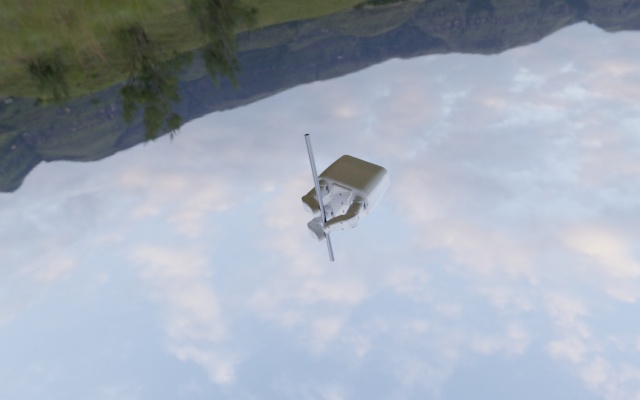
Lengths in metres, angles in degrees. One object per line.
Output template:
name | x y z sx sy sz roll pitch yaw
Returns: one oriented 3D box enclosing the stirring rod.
stirring rod | 0.000 0.002 0.791 0.011 0.240 0.011 -9 29 5
